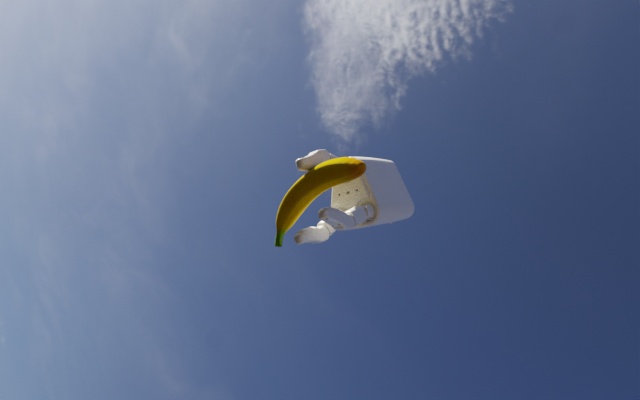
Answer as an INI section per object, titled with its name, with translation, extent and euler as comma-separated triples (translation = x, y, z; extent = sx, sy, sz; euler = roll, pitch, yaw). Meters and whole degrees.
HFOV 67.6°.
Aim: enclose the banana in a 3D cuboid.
[banana]
translation = -0.008, -0.011, 0.678
extent = 0.037, 0.069, 0.198
euler = 7, -40, -42
